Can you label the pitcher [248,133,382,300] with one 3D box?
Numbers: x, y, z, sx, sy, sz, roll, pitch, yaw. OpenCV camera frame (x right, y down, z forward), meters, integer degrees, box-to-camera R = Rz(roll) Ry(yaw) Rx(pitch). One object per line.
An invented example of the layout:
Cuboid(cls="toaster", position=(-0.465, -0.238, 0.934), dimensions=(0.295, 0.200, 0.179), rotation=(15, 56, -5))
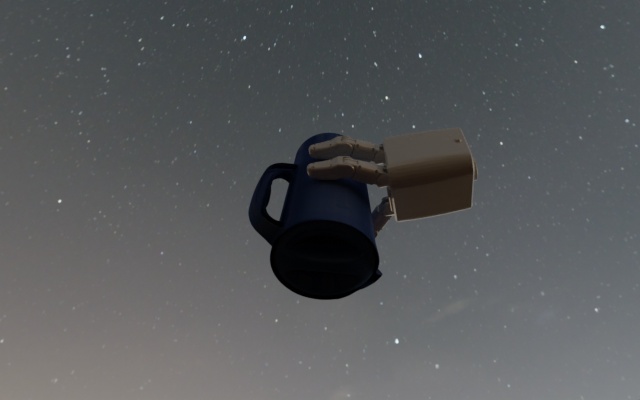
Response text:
Cuboid(cls="pitcher", position=(0.000, 0.002, 0.664), dimensions=(0.145, 0.149, 0.242), rotation=(-11, 36, 10))
